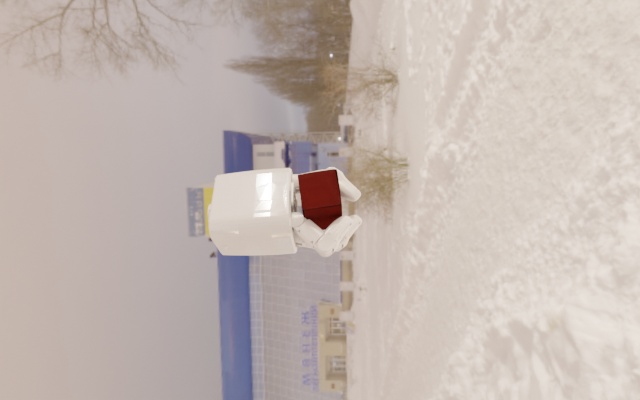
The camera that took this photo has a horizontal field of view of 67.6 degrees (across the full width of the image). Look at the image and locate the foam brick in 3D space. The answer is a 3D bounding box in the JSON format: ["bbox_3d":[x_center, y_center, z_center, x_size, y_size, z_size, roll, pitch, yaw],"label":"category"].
[{"bbox_3d":[0.000,0.002,0.630,0.051,0.053,0.078,-7,-26,-1],"label":"foam brick"}]
